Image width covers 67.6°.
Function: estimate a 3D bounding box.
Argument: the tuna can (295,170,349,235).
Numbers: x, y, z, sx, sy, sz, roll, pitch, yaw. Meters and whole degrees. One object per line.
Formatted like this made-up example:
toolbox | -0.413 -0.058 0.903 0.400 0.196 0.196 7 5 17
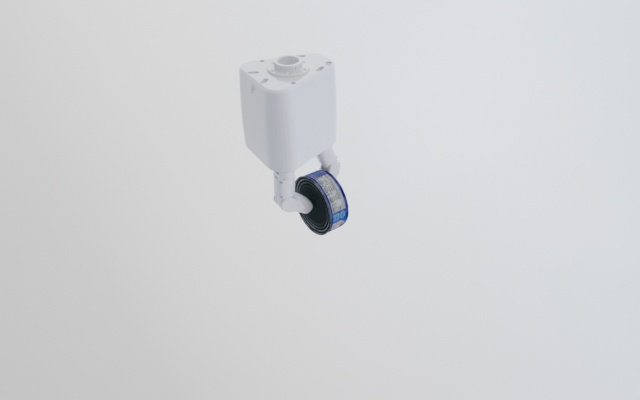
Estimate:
tuna can | 0.001 0.002 0.655 0.033 0.086 0.086 -24 12 -29
